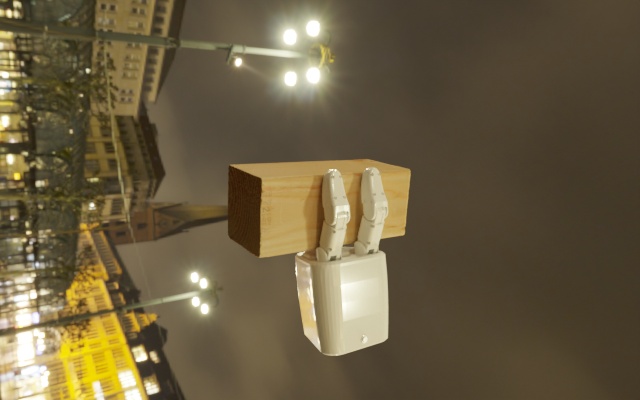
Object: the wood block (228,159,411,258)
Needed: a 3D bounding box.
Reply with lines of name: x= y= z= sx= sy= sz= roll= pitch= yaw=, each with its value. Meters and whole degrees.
wood block: x=0.000 y=0.002 z=0.584 sx=0.206 sy=0.090 sz=0.091 roll=-5 pitch=15 yaw=-33
